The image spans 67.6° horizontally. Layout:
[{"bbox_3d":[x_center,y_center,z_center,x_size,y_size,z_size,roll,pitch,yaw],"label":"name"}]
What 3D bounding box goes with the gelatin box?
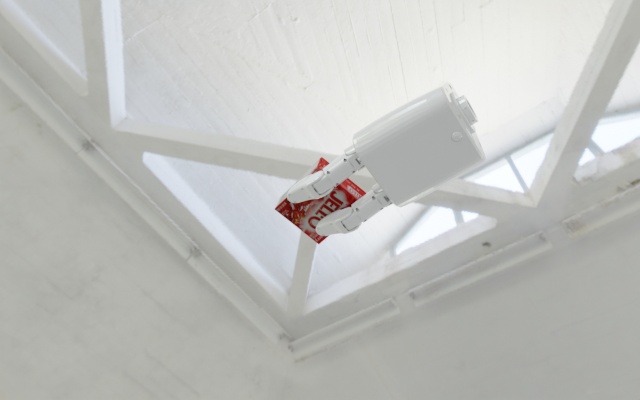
[{"bbox_3d":[0.000,0.002,0.573,0.089,0.073,0.030,-42,16,33],"label":"gelatin box"}]
